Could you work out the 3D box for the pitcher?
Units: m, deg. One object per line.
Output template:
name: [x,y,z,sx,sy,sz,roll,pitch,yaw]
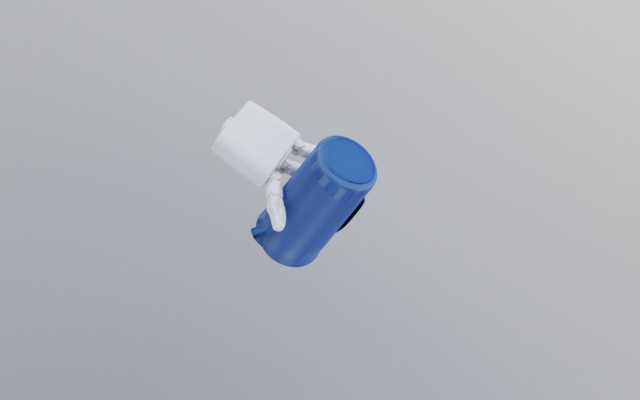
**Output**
pitcher: [0.000,0.003,0.820,0.145,0.149,0.243,37,-45,-3]
